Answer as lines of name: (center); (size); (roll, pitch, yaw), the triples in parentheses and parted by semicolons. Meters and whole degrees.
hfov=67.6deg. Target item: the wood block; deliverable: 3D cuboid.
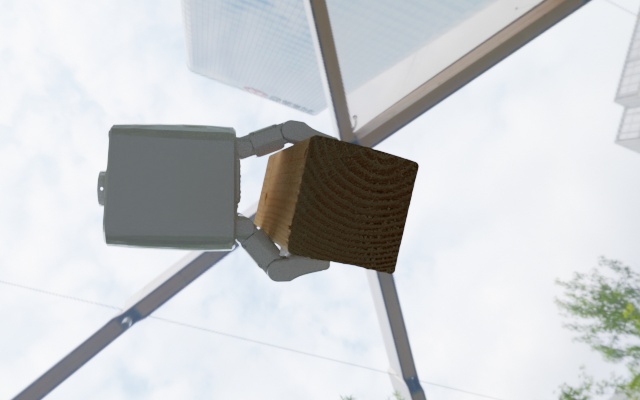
wood block: (0.000, 0.001, 0.452); (0.090, 0.091, 0.206); (13, -1, -15)
